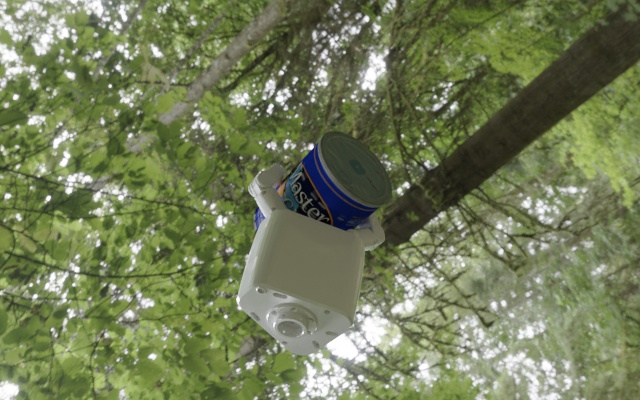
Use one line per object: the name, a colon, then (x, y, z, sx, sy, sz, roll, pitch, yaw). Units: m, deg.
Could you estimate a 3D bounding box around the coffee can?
coffee can: (0.000, 0.002, 0.567, 0.103, 0.102, 0.140, 0, -35, -46)
